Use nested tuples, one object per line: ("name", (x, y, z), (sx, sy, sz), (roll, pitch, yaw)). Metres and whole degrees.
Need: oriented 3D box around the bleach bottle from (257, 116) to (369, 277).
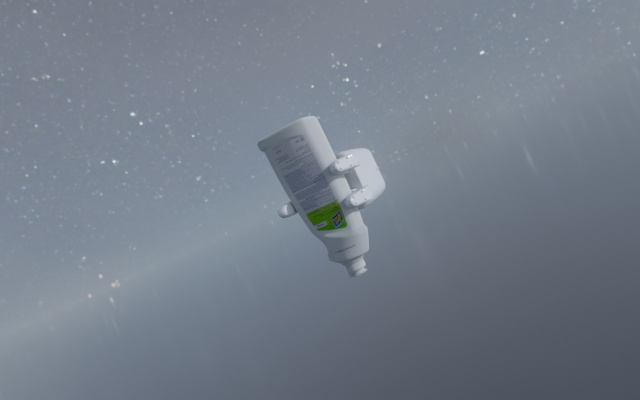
("bleach bottle", (0.000, 0.002, 0.741), (0.102, 0.251, 0.068), (-24, 2, 27))
